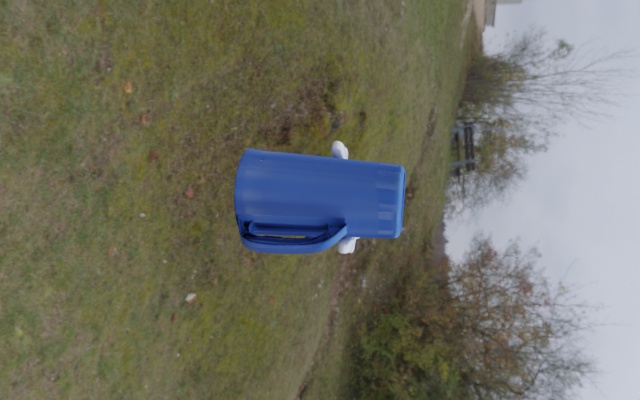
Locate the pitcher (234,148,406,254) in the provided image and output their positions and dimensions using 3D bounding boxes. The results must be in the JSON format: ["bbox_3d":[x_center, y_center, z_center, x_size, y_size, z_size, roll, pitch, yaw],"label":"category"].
[{"bbox_3d":[0.000,0.002,0.709,0.243,0.149,0.145,4,1,10],"label":"pitcher"}]
